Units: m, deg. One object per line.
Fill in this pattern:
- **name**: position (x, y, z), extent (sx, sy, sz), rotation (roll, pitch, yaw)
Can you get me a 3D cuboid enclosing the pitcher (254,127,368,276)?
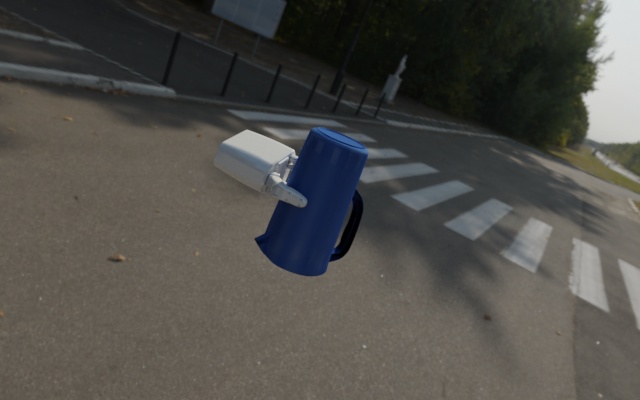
- **pitcher**: position (0.000, 0.003, 0.847), extent (0.145, 0.243, 0.149), rotation (27, 17, 14)
